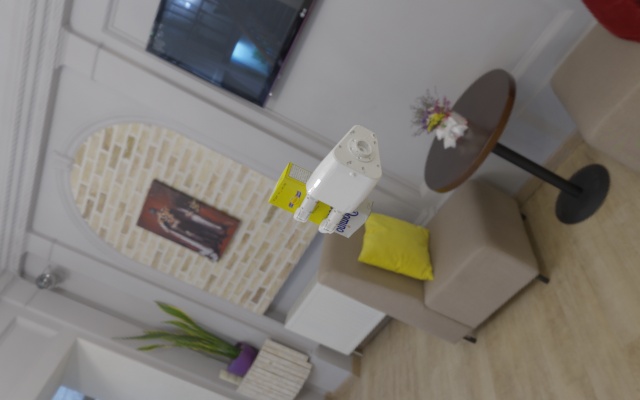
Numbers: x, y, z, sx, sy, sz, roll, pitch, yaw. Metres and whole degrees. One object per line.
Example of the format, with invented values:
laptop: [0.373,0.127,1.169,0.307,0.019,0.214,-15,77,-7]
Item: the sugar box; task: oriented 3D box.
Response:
sugar box: [0.000,0.003,0.899,0.176,0.048,0.093,26,-39,-10]
